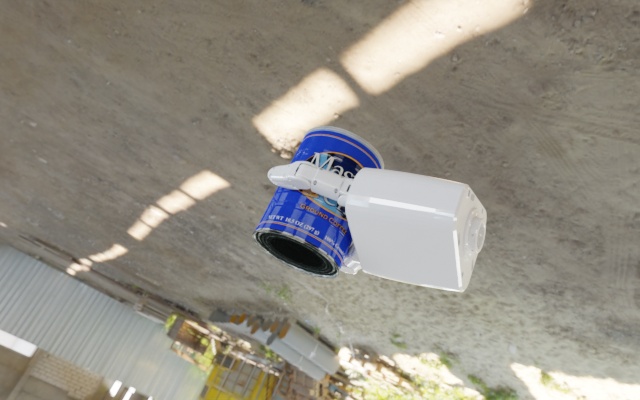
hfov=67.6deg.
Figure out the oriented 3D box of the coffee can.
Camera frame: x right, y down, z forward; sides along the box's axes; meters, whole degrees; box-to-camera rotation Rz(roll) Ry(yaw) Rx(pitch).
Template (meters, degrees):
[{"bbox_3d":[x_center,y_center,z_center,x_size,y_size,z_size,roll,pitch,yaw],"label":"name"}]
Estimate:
[{"bbox_3d":[0.000,0.002,0.540,0.103,0.140,0.103,21,-24,10],"label":"coffee can"}]
